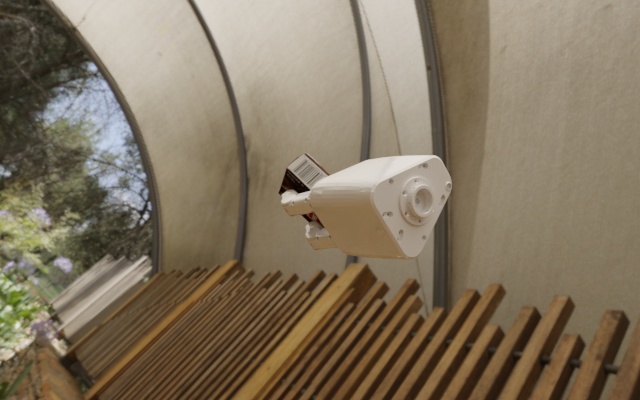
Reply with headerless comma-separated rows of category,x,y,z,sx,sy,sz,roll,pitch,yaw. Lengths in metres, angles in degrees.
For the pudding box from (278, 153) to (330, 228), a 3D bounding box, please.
pudding box,0.000,0.002,0.624,0.039,0.113,0.090,-42,-7,-23
